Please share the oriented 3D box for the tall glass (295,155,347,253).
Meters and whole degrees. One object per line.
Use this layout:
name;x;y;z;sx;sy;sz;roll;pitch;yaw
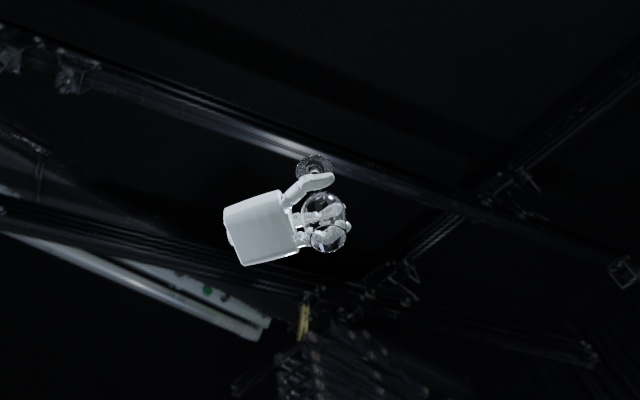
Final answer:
tall glass;0.000;0.002;0.851;0.079;0.079;0.201;0;37;-10
